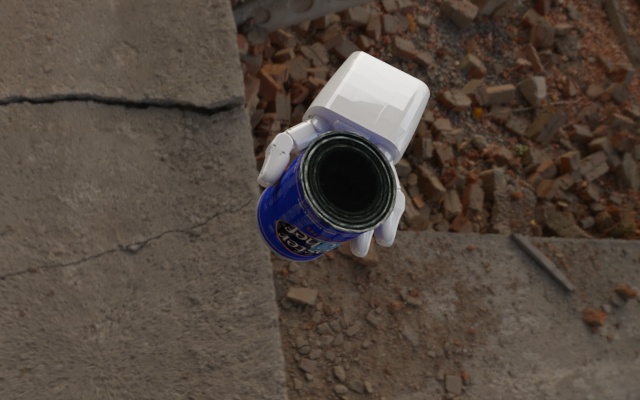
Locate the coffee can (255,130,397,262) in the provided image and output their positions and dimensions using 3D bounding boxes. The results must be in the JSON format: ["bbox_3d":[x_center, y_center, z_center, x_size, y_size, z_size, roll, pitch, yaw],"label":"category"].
[{"bbox_3d":[0.000,0.002,0.505,0.103,0.102,0.140,0,-17,-25],"label":"coffee can"}]
